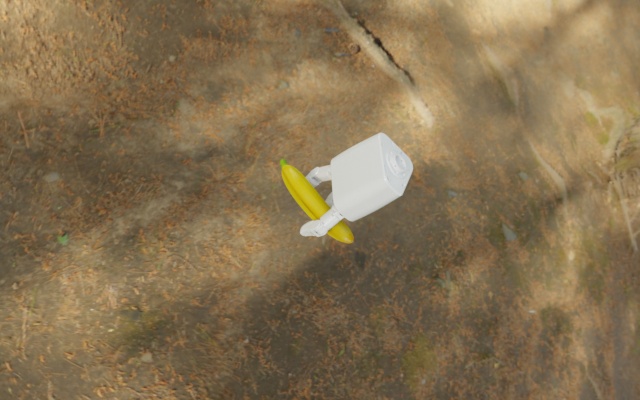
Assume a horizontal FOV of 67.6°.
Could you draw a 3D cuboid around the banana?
[{"bbox_3d":[-0.006,0.006,0.838,0.037,0.198,0.069,-36,7,22],"label":"banana"}]
